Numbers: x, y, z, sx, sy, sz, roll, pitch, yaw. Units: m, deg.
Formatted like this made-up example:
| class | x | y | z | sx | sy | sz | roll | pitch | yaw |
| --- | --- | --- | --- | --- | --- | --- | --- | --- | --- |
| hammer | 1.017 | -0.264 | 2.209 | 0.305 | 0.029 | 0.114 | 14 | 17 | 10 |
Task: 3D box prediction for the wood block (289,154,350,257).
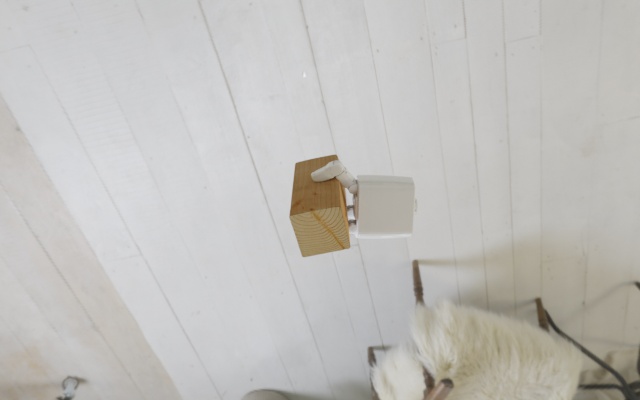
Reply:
| class | x | y | z | sx | sy | sz | roll | pitch | yaw |
| --- | --- | --- | --- | --- | --- | --- | --- | --- | --- |
| wood block | 0.000 | 0.003 | 0.896 | 0.090 | 0.091 | 0.206 | -11 | 29 | 6 |
